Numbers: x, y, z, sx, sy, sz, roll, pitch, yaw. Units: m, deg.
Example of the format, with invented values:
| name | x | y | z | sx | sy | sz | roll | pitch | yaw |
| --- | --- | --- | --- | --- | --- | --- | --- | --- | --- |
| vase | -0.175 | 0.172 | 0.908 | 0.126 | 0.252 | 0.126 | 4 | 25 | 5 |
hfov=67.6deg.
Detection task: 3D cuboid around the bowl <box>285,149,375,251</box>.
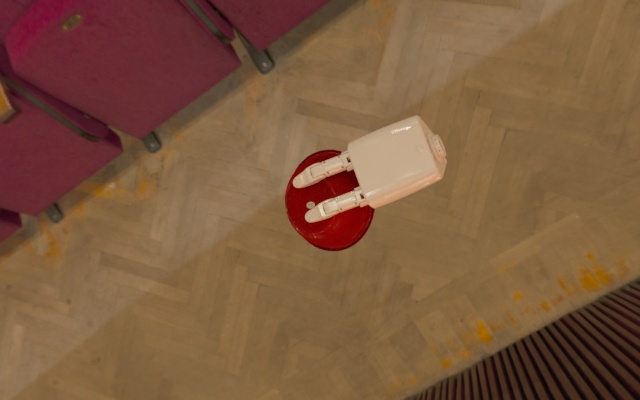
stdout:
| name | x | y | z | sx | sy | sz | roll | pitch | yaw |
| --- | --- | --- | --- | --- | --- | --- | --- | --- | --- |
| bowl | -0.001 | 0.003 | 0.735 | 0.162 | 0.162 | 0.055 | 0 | 5 | 33 |
